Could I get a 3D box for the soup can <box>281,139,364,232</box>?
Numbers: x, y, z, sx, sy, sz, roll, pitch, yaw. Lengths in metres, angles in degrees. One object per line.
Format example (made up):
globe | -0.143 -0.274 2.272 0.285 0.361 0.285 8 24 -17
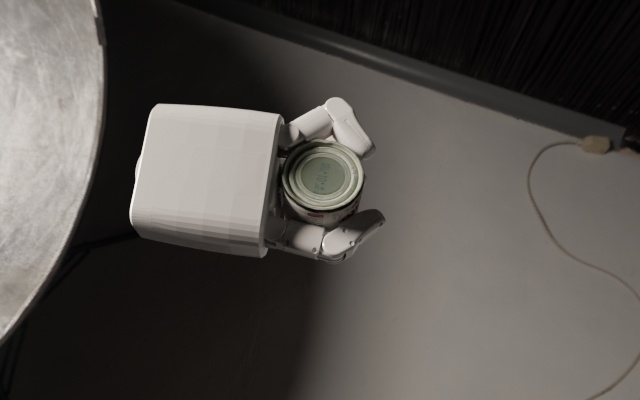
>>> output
soup can | 0.001 0.001 0.417 0.068 0.068 0.102 0 -27 -2
